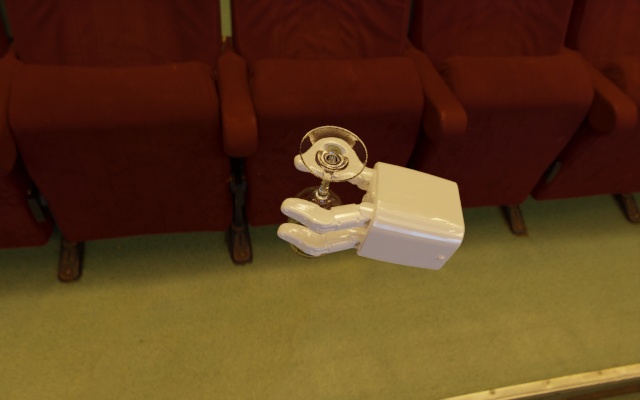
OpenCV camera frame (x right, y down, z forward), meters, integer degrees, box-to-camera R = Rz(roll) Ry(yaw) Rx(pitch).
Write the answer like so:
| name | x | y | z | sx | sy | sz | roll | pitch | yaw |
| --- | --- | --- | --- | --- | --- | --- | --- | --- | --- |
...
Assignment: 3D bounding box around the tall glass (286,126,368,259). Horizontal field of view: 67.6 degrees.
| name | x | y | z | sx | sy | sz | roll | pitch | yaw |
| --- | --- | --- | --- | --- | --- | --- | --- | --- | --- |
| tall glass | 0.000 | 0.001 | 0.593 | 0.079 | 0.079 | 0.201 | 0 | -32 | -10 |
